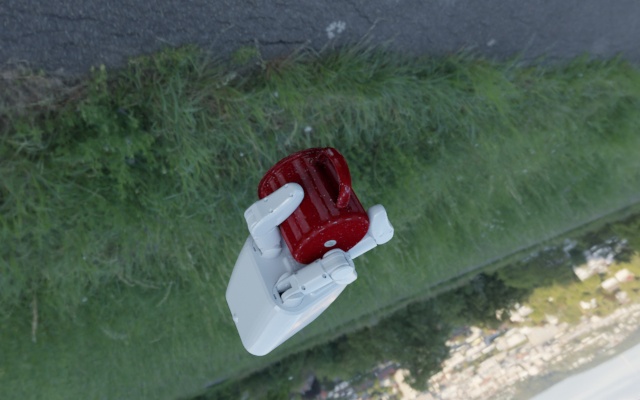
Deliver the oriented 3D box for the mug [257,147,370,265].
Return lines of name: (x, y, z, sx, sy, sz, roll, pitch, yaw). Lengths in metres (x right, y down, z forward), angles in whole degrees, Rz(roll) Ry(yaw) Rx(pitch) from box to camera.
mug: (0.001, 0.001, 0.458, 0.093, 0.081, 0.117, -8, -34, -32)
